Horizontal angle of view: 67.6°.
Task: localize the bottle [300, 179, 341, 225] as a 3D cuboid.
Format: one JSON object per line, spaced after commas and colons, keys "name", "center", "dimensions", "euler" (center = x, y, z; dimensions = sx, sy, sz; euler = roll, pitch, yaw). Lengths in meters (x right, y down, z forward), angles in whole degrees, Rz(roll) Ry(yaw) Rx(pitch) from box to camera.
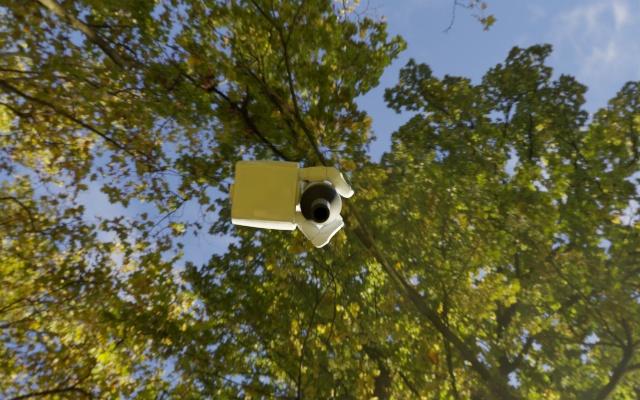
{"name": "bottle", "center": [0.000, 0.003, 0.798], "dimensions": [0.069, 0.069, 0.295], "euler": [0, 6, 0]}
